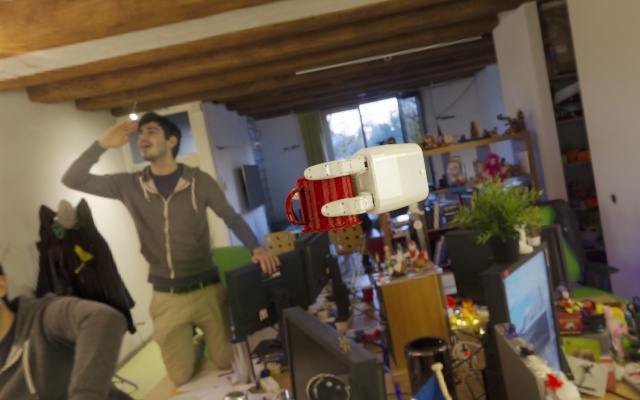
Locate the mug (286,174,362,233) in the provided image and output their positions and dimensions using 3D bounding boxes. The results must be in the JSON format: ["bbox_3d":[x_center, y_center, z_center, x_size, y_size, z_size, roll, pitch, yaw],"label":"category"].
[{"bbox_3d":[-0.001,0.002,0.707,0.117,0.081,0.093,-11,3,-30],"label":"mug"}]
